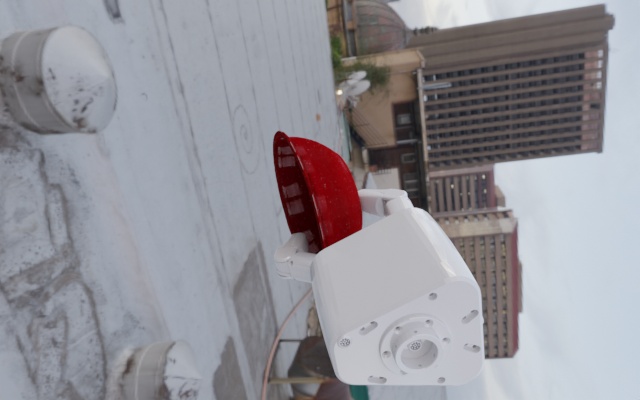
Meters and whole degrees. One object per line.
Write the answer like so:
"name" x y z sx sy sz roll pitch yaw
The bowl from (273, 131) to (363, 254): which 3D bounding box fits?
"bowl" 0.000 0.001 0.494 0.055 0.162 0.162 -16 4 -14
